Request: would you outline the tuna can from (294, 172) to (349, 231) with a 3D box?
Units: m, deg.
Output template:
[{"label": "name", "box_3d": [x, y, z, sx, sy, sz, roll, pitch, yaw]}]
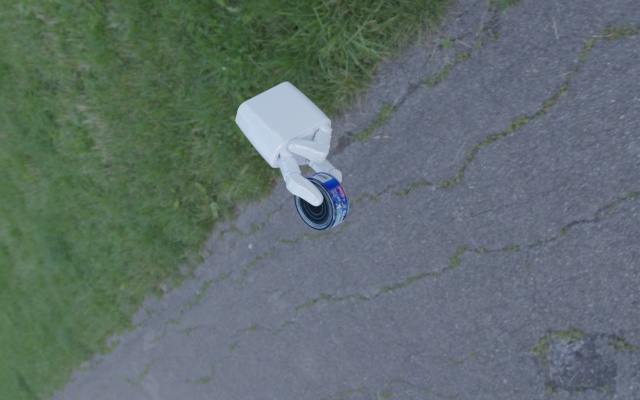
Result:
[{"label": "tuna can", "box_3d": [0.000, 0.003, 0.722, 0.086, 0.086, 0.033, 0, 19, 45]}]
